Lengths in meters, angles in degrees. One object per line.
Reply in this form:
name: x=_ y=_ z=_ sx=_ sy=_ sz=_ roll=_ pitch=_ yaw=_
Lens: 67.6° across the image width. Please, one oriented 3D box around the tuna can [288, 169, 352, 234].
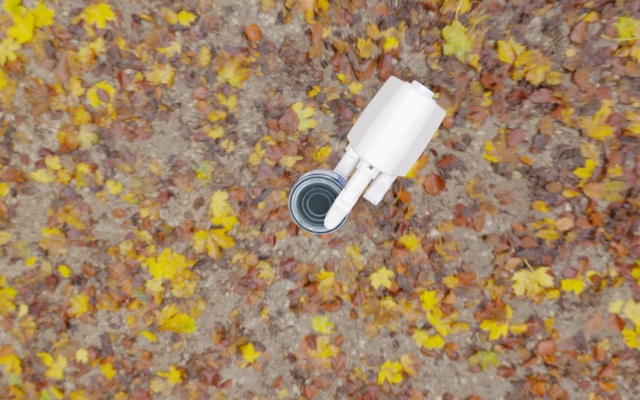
tuna can: x=0.000 y=0.002 z=0.647 sx=0.086 sy=0.086 sz=0.033 roll=0 pitch=16 yaw=9
